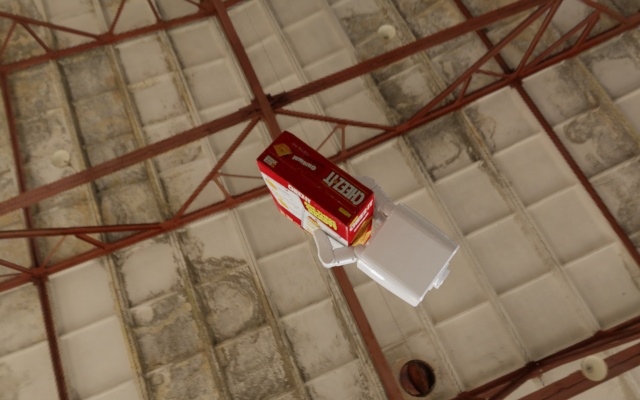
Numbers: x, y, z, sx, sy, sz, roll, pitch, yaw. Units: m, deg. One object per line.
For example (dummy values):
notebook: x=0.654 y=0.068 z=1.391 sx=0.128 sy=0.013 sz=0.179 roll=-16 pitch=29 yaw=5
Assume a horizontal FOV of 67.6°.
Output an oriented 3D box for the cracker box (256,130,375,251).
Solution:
cracker box: x=0.000 y=0.003 z=0.745 sx=0.164 sy=0.072 sz=0.214 roll=36 pitch=-14 yaw=16
